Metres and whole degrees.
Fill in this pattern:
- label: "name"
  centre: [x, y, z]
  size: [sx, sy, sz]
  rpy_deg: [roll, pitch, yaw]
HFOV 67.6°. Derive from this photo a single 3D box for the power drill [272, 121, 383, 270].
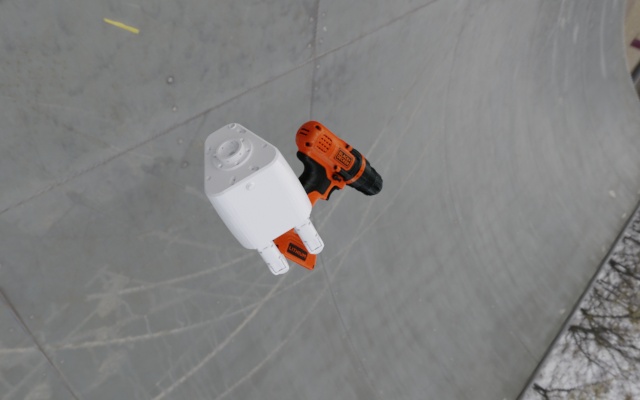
- label: "power drill"
  centre: [0.000, 0.003, 0.694]
  size: [0.184, 0.187, 0.057]
  rpy_deg: [33, -6, -41]
